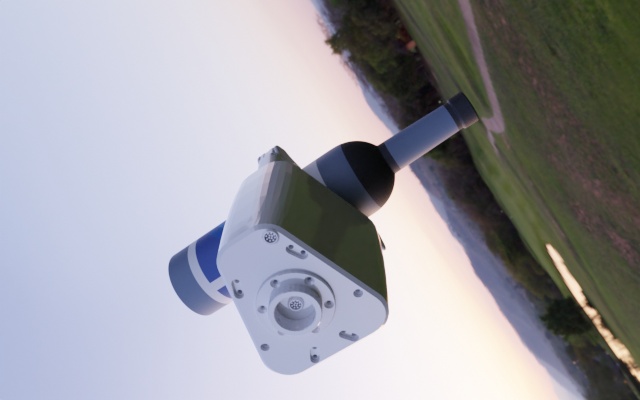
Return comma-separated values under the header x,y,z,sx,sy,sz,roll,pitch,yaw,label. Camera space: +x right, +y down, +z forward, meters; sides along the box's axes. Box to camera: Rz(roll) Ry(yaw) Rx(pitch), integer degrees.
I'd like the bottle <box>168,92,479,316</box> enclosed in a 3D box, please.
x,y,z,sx,sy,sz,roll,pitch,yaw,label
0.000,0.001,0.418,0.296,0.069,0.069,-33,-9,13,bottle
